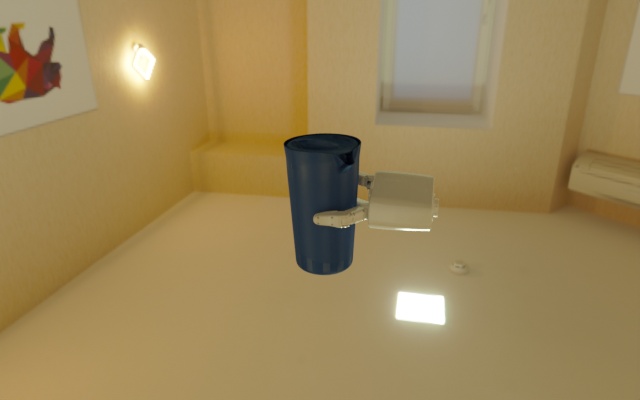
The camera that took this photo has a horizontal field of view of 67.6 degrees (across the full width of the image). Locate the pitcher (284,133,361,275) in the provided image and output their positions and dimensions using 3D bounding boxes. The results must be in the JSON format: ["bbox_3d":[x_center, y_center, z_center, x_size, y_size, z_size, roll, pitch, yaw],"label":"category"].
[{"bbox_3d":[0.000,0.003,0.866,0.145,0.243,0.149,4,22,11],"label":"pitcher"}]
